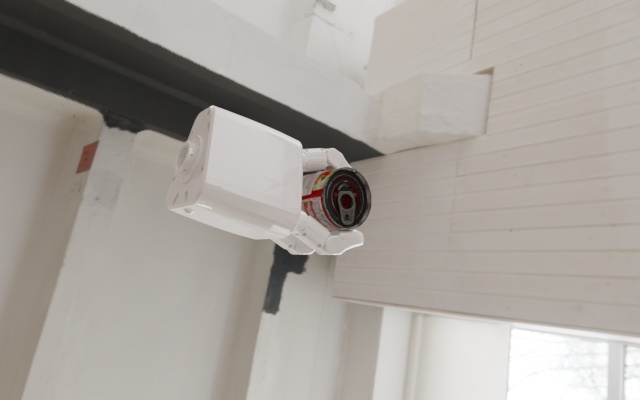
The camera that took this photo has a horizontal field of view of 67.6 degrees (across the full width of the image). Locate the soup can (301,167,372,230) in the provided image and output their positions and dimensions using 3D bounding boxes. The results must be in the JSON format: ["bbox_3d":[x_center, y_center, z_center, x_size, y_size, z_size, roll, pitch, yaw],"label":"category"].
[{"bbox_3d":[0.000,0.002,0.556,0.068,0.068,0.102,0,-5,-37],"label":"soup can"}]
